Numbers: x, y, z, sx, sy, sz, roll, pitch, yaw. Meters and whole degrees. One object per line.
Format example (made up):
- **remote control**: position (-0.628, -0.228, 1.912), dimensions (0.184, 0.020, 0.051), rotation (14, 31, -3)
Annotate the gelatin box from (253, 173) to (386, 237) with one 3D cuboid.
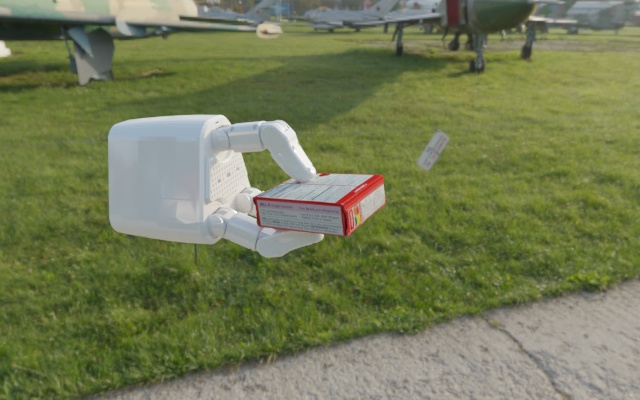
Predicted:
- **gelatin box**: position (0.000, 0.001, 0.403), dimensions (0.089, 0.030, 0.073), rotation (3, 21, 32)
